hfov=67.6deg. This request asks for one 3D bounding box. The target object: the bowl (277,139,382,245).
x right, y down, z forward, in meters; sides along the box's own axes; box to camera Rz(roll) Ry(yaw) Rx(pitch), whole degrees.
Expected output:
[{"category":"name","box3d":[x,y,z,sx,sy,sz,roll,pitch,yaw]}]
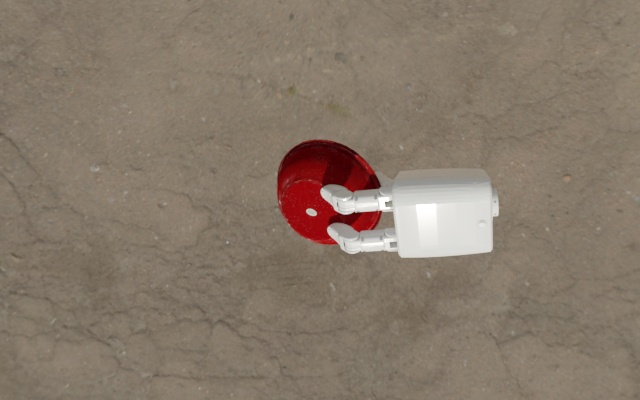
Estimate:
[{"category":"bowl","box3d":[-0.001,0.003,0.646,0.162,0.162,0.055,0,27,28]}]
